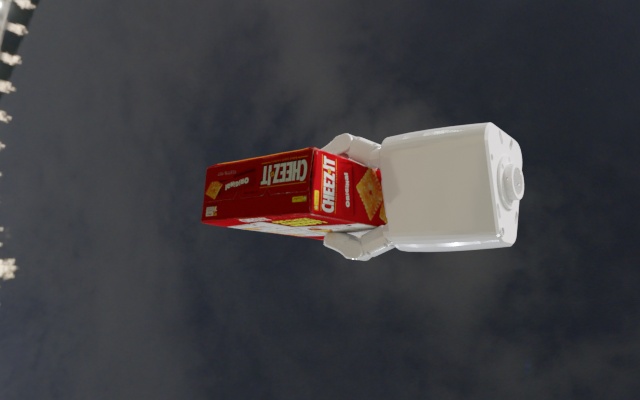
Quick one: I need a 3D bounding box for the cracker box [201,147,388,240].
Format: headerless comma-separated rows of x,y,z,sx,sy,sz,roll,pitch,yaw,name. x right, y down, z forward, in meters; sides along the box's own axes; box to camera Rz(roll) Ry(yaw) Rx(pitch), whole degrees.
0.000,0.002,0.552,0.164,0.072,0.214,-6,-13,40,cracker box
